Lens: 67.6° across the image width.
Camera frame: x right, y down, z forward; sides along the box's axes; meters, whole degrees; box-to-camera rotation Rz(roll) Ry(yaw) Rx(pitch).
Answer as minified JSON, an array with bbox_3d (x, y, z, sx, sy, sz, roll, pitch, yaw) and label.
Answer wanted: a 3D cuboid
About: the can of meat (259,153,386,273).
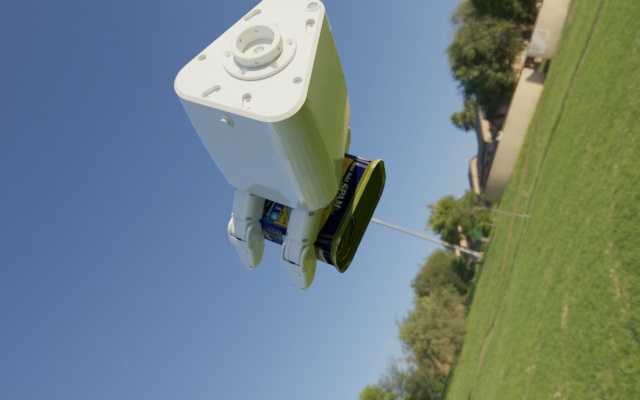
[{"bbox_3d":[0.000,0.001,0.428,0.084,0.102,0.057,19,-20,21],"label":"can of meat"}]
